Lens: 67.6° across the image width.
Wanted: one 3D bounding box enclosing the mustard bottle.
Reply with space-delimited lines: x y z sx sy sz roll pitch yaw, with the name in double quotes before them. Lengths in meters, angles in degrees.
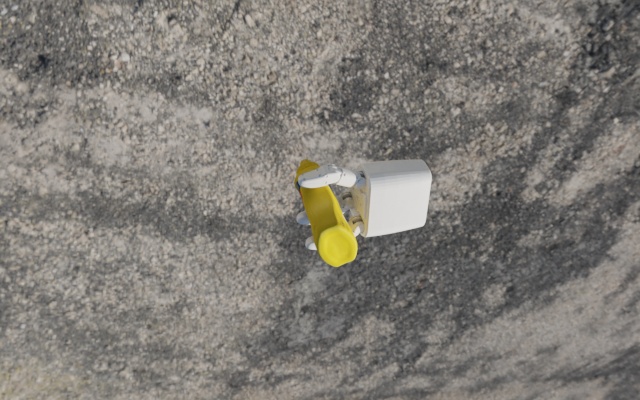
"mustard bottle" 0.000 0.003 0.740 0.058 0.191 0.096 -24 -42 4
